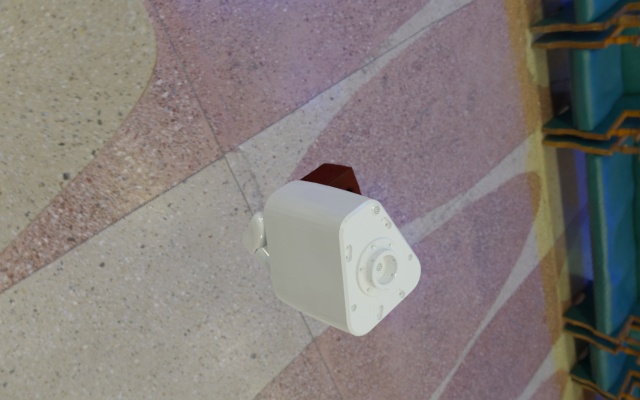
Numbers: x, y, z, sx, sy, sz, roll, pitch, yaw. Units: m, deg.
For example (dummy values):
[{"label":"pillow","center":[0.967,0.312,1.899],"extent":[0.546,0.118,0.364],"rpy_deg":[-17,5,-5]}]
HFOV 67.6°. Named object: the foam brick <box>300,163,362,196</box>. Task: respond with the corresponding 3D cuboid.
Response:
[{"label":"foam brick","center":[0.000,0.001,0.510],"extent":[0.078,0.053,0.051],"rpy_deg":[-36,27,-29]}]
